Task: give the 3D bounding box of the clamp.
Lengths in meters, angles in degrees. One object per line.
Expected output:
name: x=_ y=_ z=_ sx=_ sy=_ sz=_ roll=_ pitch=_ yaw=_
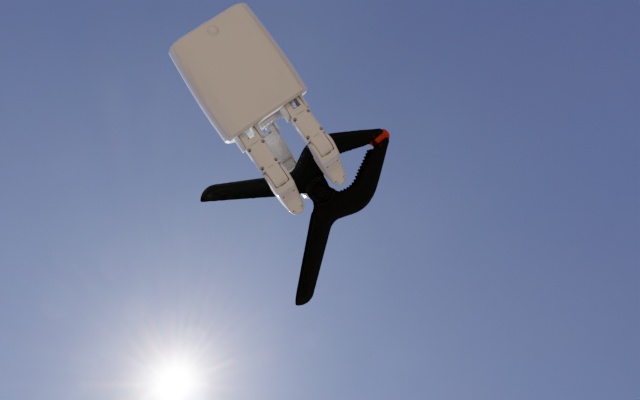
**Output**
clamp: x=0.000 y=0.001 z=0.528 sx=0.210 sy=0.164 sz=0.036 roll=-35 pitch=9 yaw=-9
